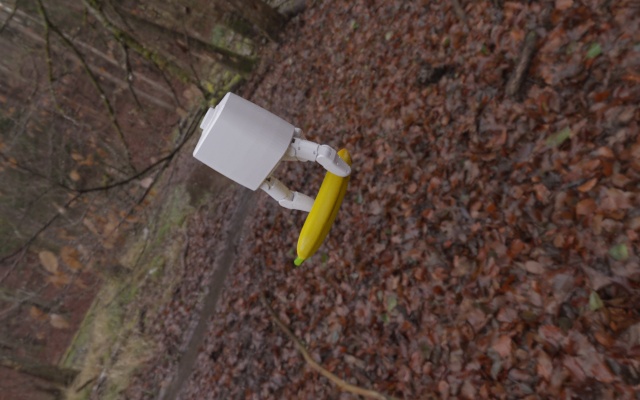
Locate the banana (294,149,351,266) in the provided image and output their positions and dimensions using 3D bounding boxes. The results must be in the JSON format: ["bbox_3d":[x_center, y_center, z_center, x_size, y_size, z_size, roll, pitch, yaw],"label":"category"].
[{"bbox_3d":[0.006,0.006,0.718,0.037,0.197,0.069,28,-9,-19],"label":"banana"}]
